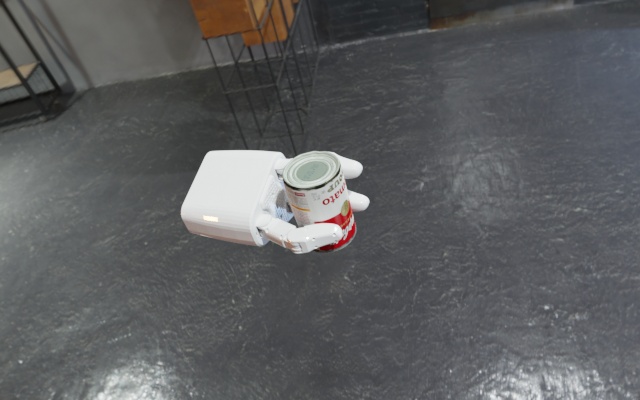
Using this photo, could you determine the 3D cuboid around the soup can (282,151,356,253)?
[{"bbox_3d":[0.000,0.002,0.553,0.068,0.102,0.068,-9,41,8],"label":"soup can"}]
